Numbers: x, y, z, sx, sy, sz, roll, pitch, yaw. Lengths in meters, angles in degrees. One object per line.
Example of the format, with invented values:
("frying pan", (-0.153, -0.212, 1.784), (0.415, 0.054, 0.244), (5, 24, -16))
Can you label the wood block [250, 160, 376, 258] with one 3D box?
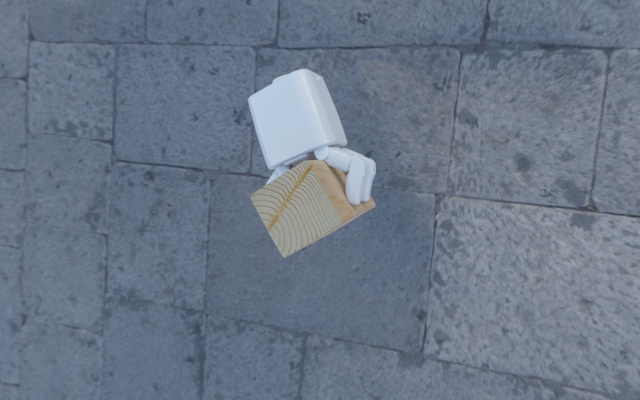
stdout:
("wood block", (0.000, 0.002, 0.667), (0.091, 0.090, 0.206), (-31, -5, 18))
